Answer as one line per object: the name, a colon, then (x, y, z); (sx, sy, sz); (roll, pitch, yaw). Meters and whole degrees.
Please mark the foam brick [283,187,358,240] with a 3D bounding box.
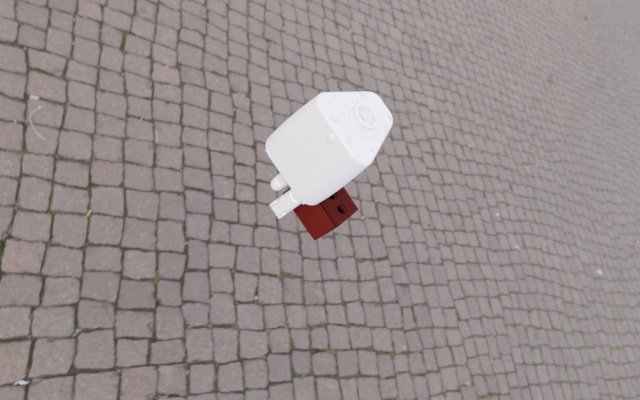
foam brick: (0.000, 0.002, 0.622); (0.051, 0.078, 0.053); (-34, 2, 45)
